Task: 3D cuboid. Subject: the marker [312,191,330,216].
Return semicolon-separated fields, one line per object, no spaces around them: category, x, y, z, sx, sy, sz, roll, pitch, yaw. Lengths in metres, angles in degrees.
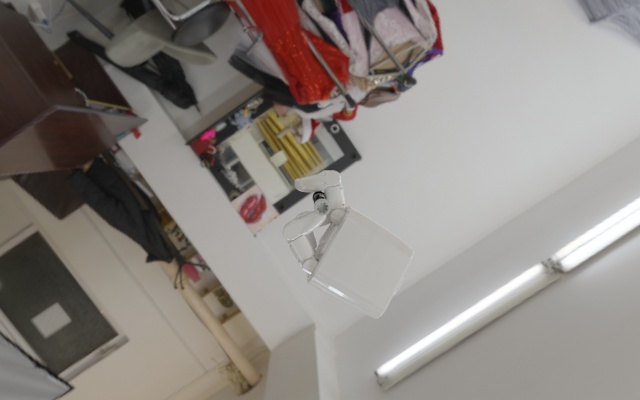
marker;0.000;0.002;0.606;0.020;0.020;0.121;0;6;-2
